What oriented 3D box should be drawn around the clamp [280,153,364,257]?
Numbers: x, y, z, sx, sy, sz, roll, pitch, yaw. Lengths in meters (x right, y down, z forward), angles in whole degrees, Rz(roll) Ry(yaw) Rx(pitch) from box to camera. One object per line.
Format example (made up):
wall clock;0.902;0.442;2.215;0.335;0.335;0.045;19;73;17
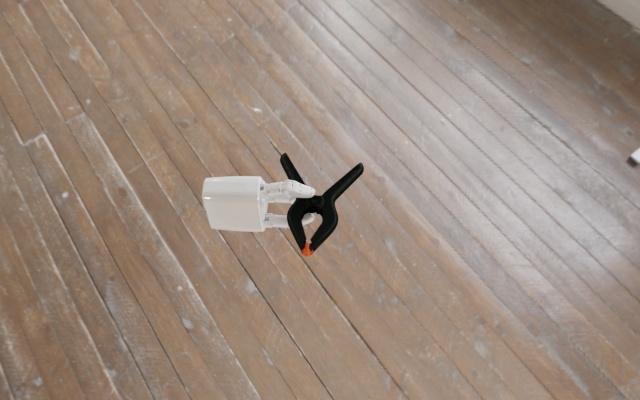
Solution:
clamp;0.000;0.003;0.894;0.164;0.210;0.036;1;-27;1
